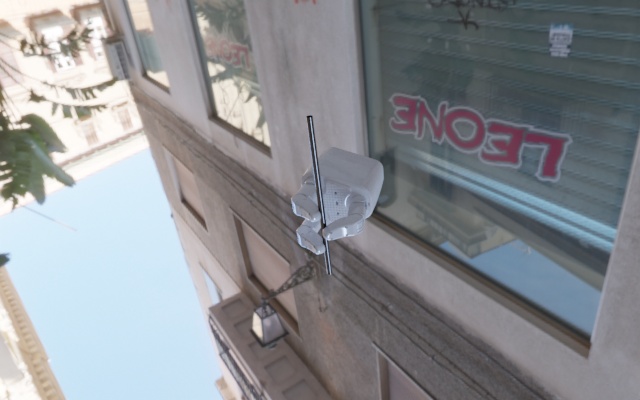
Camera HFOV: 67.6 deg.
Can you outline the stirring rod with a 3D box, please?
[{"bbox_3d":[0.000,0.002,0.638,0.011,0.240,0.011,-6,30,3],"label":"stirring rod"}]
